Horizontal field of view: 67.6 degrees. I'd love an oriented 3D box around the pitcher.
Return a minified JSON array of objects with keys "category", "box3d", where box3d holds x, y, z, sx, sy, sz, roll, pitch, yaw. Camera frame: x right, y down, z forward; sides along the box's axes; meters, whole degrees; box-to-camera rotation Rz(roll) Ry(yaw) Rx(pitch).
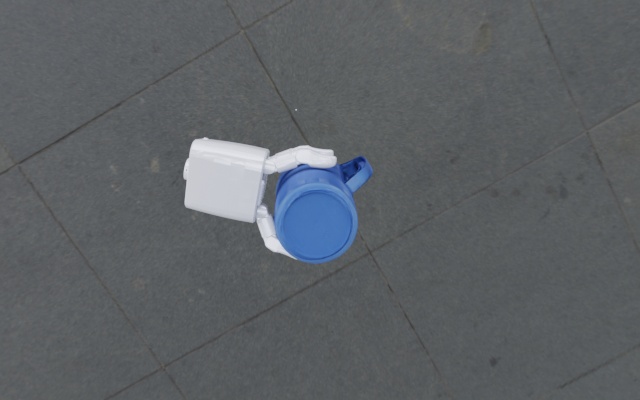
[{"category":"pitcher","box3d":[0.000,0.002,0.718,0.145,0.149,0.242,10,10,-4]}]
